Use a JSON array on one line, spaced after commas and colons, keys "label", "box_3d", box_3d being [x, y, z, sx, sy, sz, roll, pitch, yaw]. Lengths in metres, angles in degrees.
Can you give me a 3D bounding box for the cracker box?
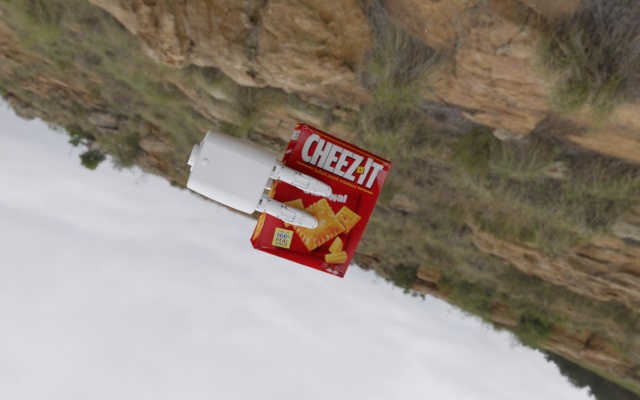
[{"label": "cracker box", "box_3d": [0.000, 0.003, 0.787, 0.164, 0.214, 0.072, 22, 4, -16]}]
